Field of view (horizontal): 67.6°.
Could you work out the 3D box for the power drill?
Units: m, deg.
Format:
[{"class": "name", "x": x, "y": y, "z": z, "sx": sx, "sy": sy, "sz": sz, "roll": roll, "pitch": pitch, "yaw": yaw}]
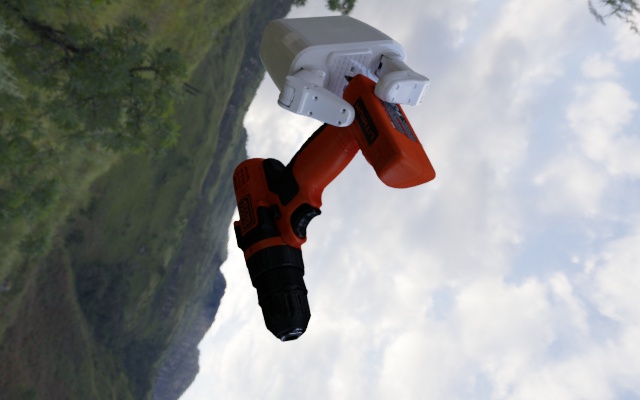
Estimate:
[{"class": "power drill", "x": 0.000, "y": 0.001, "z": 0.403, "sx": 0.188, "sy": 0.184, "sz": 0.057, "roll": -38, "pitch": -36, "yaw": 27}]
